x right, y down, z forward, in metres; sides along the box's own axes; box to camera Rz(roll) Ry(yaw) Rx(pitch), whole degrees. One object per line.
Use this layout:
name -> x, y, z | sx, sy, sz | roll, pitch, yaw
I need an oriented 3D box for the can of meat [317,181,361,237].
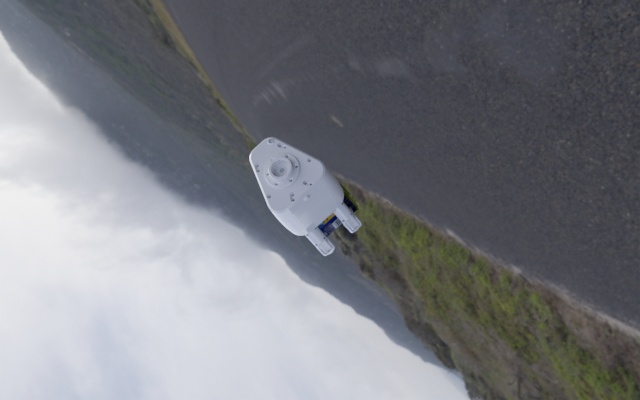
can of meat -> 0.000, 0.003, 0.769 | 0.084, 0.102, 0.057 | -42, -20, -2
